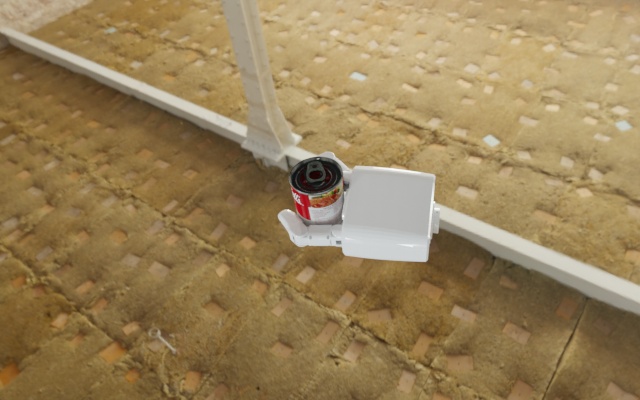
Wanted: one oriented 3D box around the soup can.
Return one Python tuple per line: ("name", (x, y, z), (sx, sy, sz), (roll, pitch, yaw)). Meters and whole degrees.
("soup can", (0.000, 0.002, 0.629), (0.068, 0.068, 0.102), (0, -43, 9))
